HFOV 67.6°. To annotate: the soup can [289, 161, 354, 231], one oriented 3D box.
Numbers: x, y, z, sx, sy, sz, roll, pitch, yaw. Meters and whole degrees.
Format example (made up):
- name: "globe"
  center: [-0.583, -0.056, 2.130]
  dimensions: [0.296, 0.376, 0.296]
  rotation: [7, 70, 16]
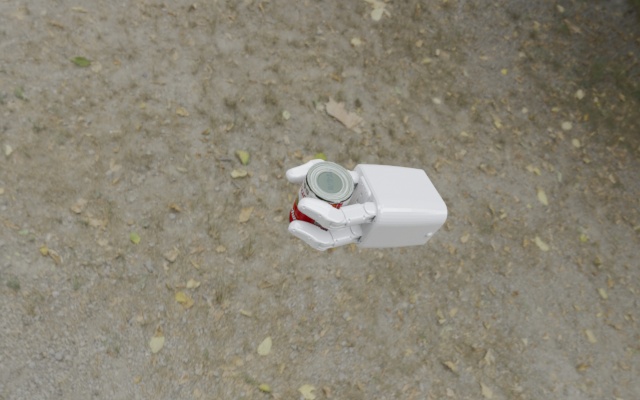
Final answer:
- name: "soup can"
  center: [0.000, 0.002, 0.662]
  dimensions: [0.068, 0.068, 0.102]
  rotation: [0, -33, -19]
